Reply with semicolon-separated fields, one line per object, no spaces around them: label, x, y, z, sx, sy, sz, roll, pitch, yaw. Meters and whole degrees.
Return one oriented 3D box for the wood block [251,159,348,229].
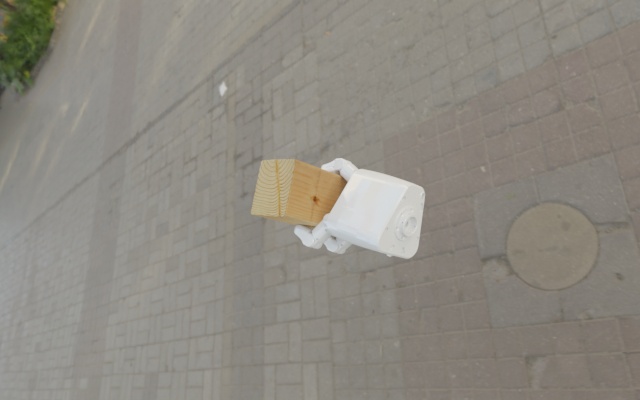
wood block;0.000;0.002;0.795;0.206;0.091;0.090;17;-10;-42
